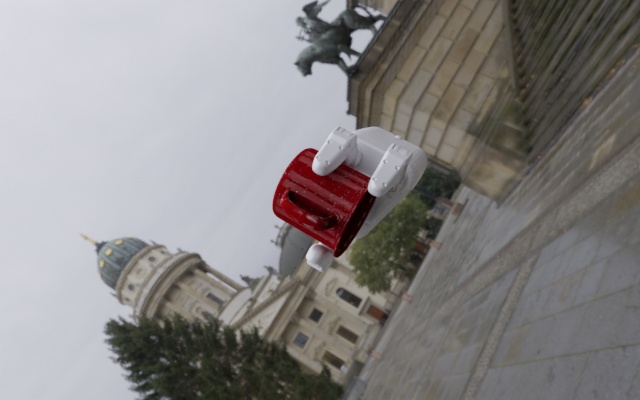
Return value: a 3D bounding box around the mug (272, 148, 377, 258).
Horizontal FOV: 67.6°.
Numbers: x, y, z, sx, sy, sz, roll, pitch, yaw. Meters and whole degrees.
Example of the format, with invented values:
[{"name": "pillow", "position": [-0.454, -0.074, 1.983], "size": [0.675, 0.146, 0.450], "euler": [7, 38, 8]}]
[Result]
[{"name": "mug", "position": [-0.001, 0.002, 0.476], "size": [0.081, 0.093, 0.117], "euler": [29, 24, 14]}]
